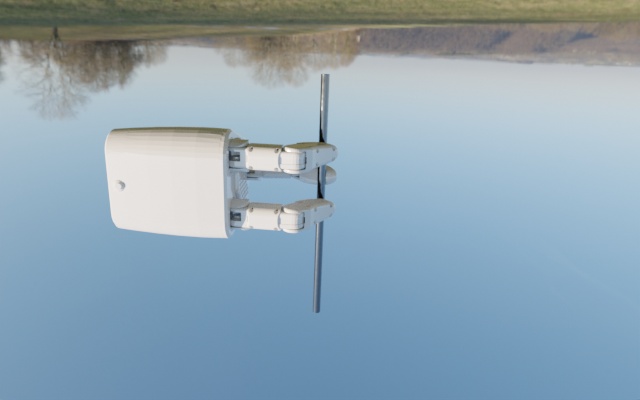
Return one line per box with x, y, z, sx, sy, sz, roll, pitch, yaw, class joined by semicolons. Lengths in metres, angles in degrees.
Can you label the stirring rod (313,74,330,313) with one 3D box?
0.000;0.001;0.464;0.011;0.240;0.011;2;18;-1;stirring rod
